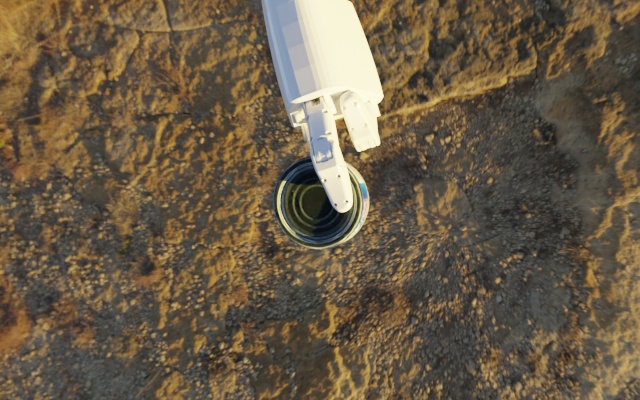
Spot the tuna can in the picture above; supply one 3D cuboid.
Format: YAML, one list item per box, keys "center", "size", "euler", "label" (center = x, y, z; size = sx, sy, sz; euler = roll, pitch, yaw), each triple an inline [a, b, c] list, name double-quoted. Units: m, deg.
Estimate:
- center: [0.000, 0.002, 0.439]
  size: [0.086, 0.086, 0.034]
  euler: [0, 2, 14]
  label: "tuna can"
